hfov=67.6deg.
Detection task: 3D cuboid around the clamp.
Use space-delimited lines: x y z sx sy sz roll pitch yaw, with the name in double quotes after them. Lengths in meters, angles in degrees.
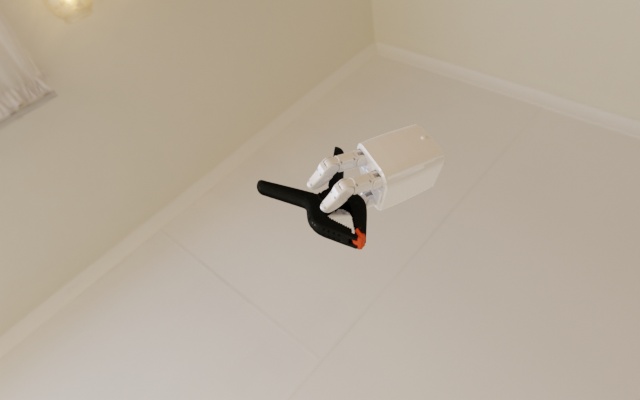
0.001 0.003 0.759 0.164 0.036 0.209 -21 48 -11 "clamp"
